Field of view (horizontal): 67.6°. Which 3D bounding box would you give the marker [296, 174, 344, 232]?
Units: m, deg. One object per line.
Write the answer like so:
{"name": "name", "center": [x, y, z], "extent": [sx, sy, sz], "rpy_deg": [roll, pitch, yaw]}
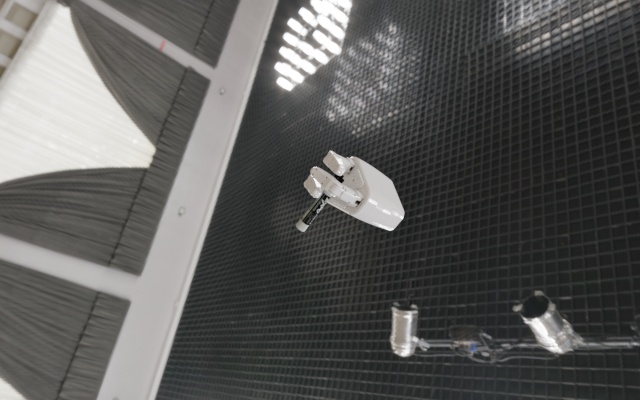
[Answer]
{"name": "marker", "center": [0.000, 0.003, 0.813], "extent": [0.020, 0.121, 0.020], "rpy_deg": [35, 16, -11]}
